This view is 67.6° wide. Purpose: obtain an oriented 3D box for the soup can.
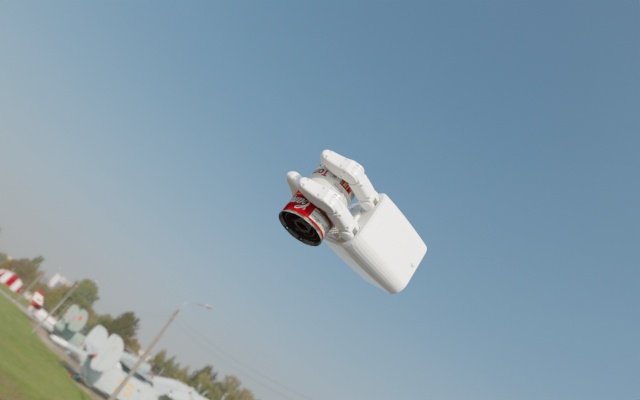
[{"bbox_3d":[0.000,0.002,0.647,0.068,0.102,0.069,28,-29,17],"label":"soup can"}]
